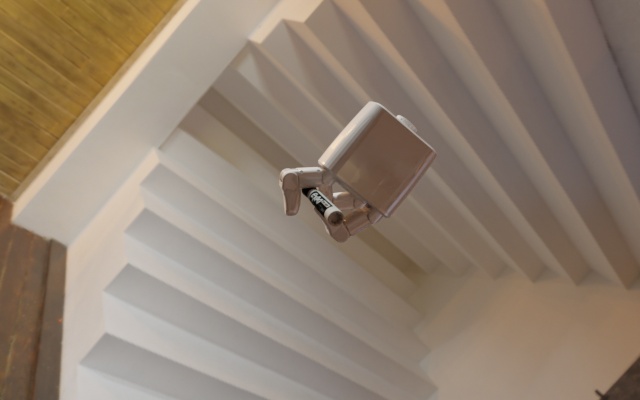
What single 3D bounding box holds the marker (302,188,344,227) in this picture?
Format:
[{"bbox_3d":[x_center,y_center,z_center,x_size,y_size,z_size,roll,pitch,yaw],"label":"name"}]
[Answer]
[{"bbox_3d":[0.000,0.002,0.574,0.020,0.020,0.121,0,17,-17],"label":"marker"}]
